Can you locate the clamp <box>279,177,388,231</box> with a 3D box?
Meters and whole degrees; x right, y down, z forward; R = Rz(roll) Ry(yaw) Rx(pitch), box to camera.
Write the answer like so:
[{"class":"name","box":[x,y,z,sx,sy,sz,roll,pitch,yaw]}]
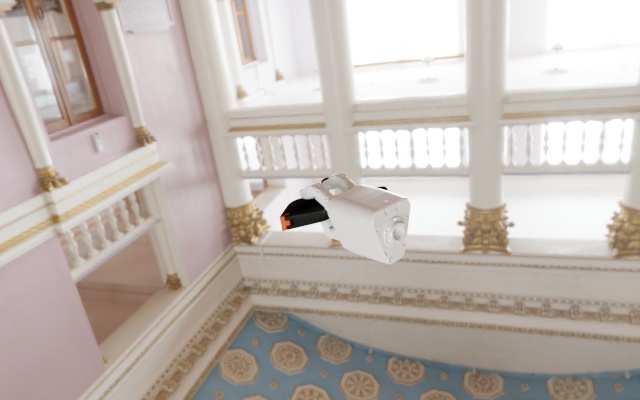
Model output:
[{"class":"clamp","box":[0.000,0.004,0.896,0.210,0.036,0.164,-23,24,-33]}]
